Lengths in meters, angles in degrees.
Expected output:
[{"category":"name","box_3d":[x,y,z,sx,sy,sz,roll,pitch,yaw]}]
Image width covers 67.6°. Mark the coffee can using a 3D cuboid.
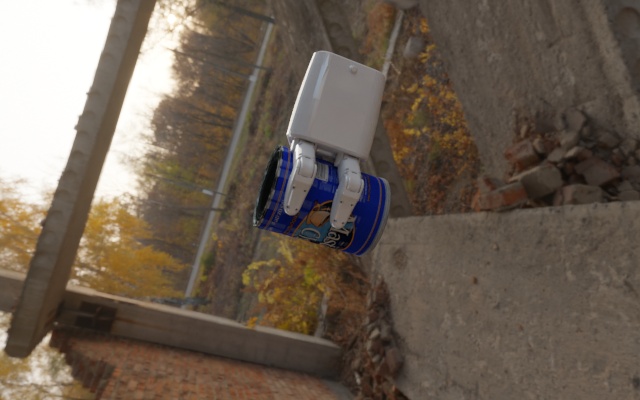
[{"category":"coffee can","box_3d":[0.000,0.002,0.583,0.140,0.103,0.103,17,-4,-15]}]
